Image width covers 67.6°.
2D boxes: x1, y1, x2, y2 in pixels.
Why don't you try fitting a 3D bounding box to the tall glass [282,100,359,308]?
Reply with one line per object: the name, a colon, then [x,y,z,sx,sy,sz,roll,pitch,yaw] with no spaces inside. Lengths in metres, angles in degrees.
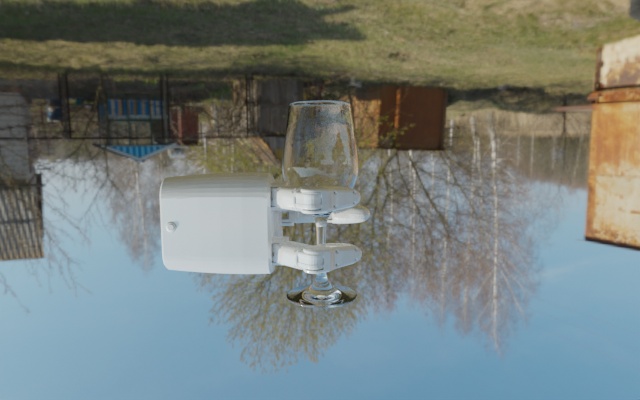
tall glass: [0.000,0.002,0.489,0.079,0.201,0.079,0,7,0]
